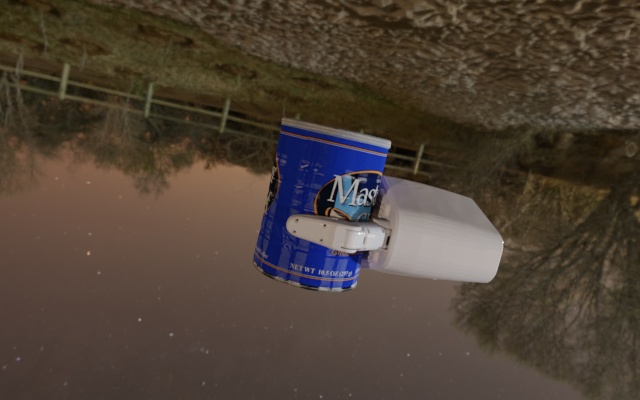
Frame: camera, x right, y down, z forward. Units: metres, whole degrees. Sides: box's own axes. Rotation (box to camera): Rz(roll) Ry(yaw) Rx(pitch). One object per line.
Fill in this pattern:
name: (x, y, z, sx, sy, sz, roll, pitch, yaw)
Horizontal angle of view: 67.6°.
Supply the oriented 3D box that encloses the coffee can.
coffee can: (0.000, 0.001, 0.450, 0.103, 0.140, 0.103, 12, 8, -2)
